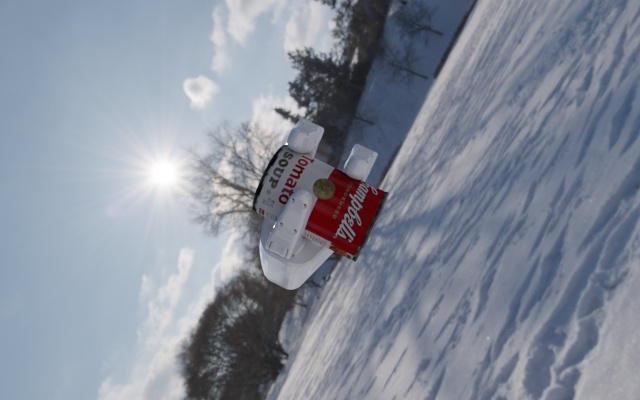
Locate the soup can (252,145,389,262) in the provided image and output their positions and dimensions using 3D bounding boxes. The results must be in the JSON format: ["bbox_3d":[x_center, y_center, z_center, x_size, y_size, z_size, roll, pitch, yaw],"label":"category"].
[{"bbox_3d":[0.000,0.001,0.422,0.102,0.068,0.068,26,2,4],"label":"soup can"}]
